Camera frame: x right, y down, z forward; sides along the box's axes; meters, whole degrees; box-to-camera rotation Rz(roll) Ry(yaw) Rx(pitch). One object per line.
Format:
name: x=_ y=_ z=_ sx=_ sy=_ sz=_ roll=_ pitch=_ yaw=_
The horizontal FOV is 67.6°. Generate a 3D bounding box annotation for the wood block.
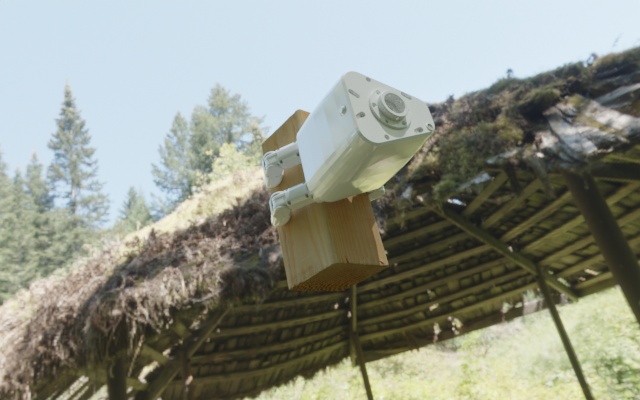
wood block: x=0.001 y=0.002 z=0.604 sx=0.091 sy=0.206 sz=0.090 roll=10 pitch=-34 yaw=-40
